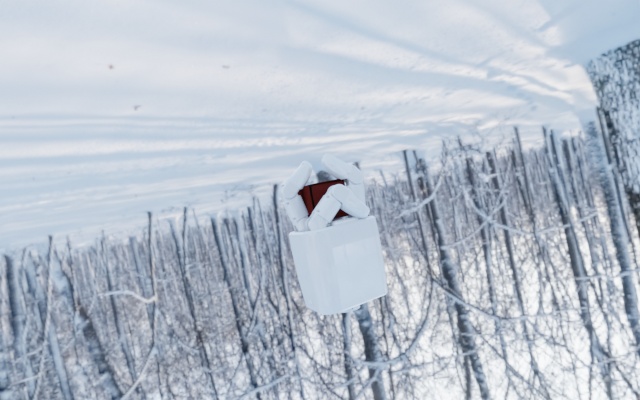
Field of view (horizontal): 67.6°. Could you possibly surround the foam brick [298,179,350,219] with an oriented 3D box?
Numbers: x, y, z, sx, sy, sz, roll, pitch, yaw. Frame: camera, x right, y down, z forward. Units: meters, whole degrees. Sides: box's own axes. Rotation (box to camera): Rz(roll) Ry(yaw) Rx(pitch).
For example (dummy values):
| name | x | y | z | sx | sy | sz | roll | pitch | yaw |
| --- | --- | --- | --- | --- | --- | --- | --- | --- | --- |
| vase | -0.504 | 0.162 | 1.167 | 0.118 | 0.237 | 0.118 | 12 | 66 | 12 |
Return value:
| name | x | y | z | sx | sy | sz | roll | pitch | yaw |
| --- | --- | --- | --- | --- | --- | --- | --- | --- | --- |
| foam brick | 0.000 | 0.002 | 0.662 | 0.053 | 0.051 | 0.078 | -12 | 0 | -19 |
